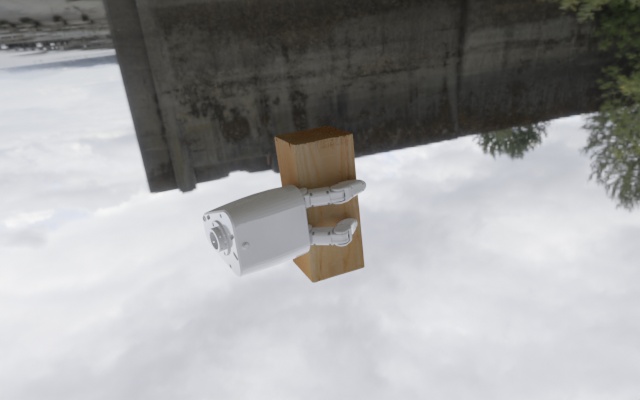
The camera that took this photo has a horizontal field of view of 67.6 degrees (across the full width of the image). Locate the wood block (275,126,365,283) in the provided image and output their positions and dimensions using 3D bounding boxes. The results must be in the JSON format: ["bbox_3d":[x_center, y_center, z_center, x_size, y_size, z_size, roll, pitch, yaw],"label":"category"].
[{"bbox_3d":[0.000,0.002,0.712,0.090,0.206,0.090,-14,21,-20],"label":"wood block"}]
